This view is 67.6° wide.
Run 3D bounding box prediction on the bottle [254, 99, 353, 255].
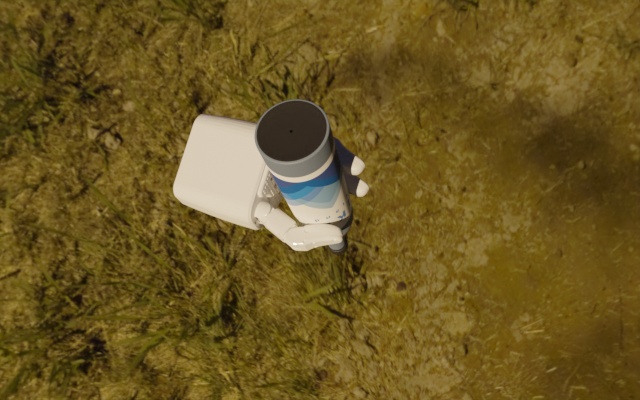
[{"bbox_3d":[0.000,0.002,0.540,0.069,0.069,0.296,0,-25,11],"label":"bottle"}]
